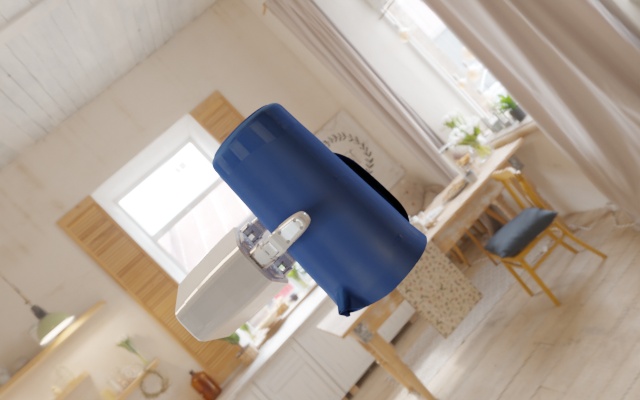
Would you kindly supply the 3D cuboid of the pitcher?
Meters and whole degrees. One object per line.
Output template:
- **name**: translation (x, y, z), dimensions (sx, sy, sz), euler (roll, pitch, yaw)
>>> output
- **pitcher**: translation (0.000, 0.002, 0.561), dimensions (0.145, 0.243, 0.149), euler (-44, 3, 1)
